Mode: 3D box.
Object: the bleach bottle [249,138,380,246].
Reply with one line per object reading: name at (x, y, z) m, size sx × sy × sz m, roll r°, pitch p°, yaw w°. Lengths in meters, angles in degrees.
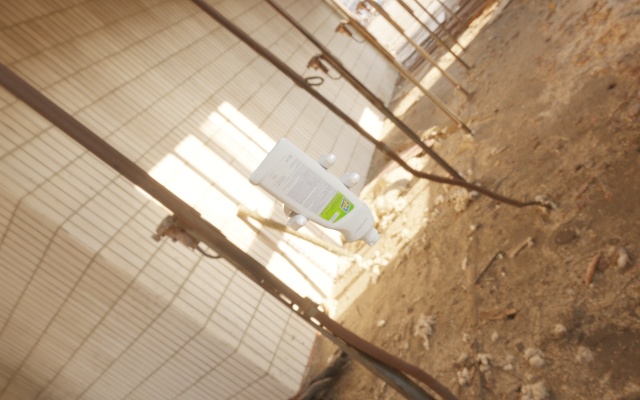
bleach bottle at (0.000, 0.003, 0.855) m, size 0.251 × 0.102 × 0.068 m, roll 39°, pitch 6°, yaw -12°
